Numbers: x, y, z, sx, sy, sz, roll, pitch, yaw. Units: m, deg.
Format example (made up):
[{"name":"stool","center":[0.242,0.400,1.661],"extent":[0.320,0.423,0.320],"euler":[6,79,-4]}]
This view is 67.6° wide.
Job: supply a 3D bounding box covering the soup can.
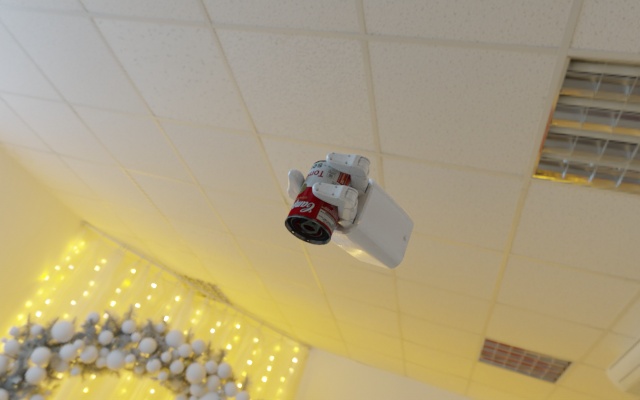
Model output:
[{"name":"soup can","center":[0.000,0.002,0.675],"extent":[0.068,0.102,0.068],"euler":[18,-30,11]}]
